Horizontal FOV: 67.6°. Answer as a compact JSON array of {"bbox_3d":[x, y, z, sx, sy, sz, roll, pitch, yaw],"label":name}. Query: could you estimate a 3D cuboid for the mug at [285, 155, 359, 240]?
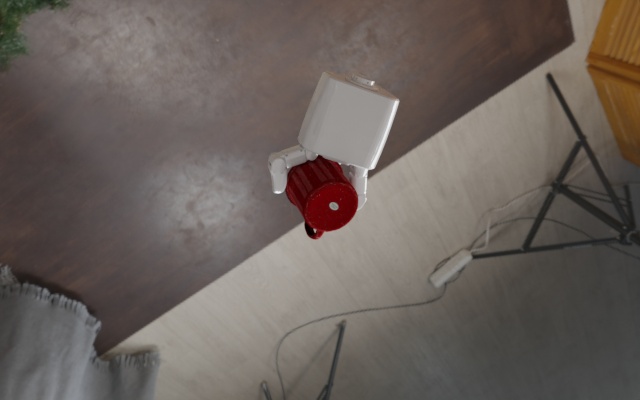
[{"bbox_3d":[0.000,0.004,0.688,0.093,0.117,0.081,8,24,-24],"label":"mug"}]
